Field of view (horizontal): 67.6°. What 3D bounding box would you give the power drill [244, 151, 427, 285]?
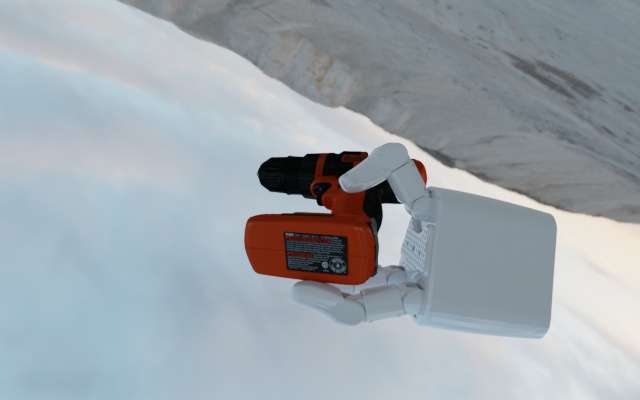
[{"bbox_3d":[0.000,0.002,0.449,0.184,0.057,0.187,2,26,17],"label":"power drill"}]
